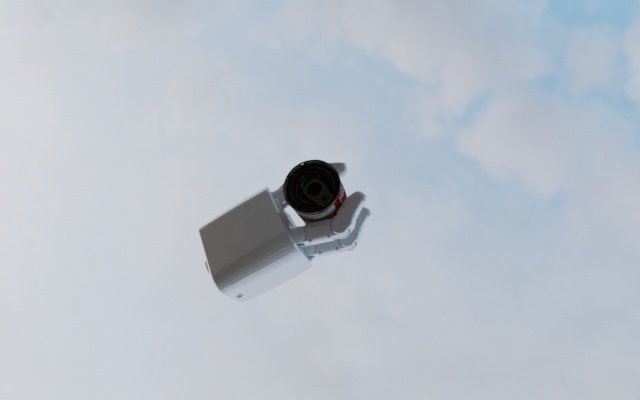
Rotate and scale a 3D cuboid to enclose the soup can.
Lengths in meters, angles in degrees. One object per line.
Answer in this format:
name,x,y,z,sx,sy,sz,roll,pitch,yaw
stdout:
soup can,0.001,0.002,0.593,0.068,0.068,0.102,0,-22,13
